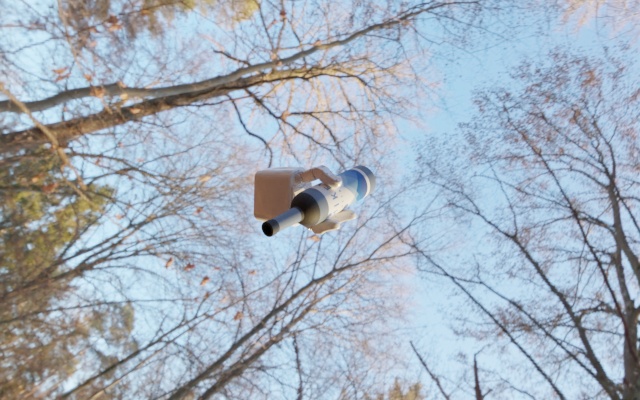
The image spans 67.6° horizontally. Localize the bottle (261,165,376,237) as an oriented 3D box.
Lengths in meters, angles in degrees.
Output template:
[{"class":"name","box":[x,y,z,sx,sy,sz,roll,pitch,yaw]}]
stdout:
[{"class":"bottle","box":[0.000,0.003,0.899,0.069,0.069,0.295,0,18,39]}]
